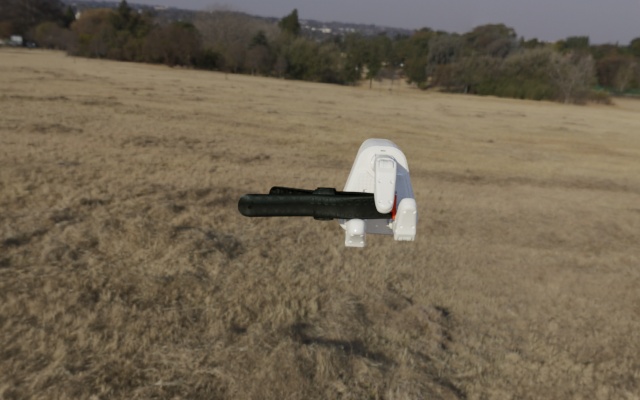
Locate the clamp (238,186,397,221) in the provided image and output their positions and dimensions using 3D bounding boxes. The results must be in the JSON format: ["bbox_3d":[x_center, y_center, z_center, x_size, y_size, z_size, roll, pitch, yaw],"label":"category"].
[{"bbox_3d":[0.000,0.001,0.555,0.171,0.039,0.120,4,13,3],"label":"clamp"}]
